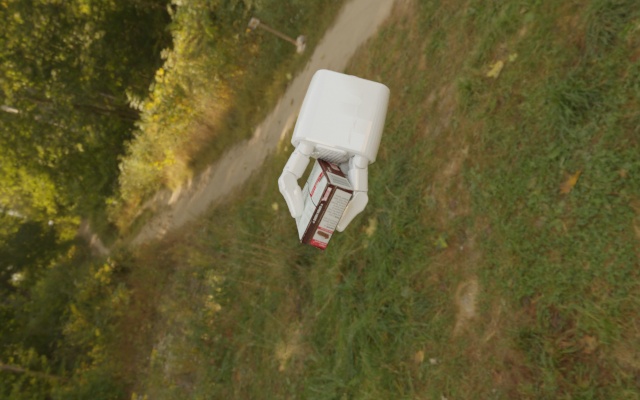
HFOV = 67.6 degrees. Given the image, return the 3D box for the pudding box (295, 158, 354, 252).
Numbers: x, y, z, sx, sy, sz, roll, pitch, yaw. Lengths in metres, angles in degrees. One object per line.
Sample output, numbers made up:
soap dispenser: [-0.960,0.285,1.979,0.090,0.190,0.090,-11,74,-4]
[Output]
pudding box: [0.000,0.002,0.639,0.039,0.090,0.113,21,16,-14]
